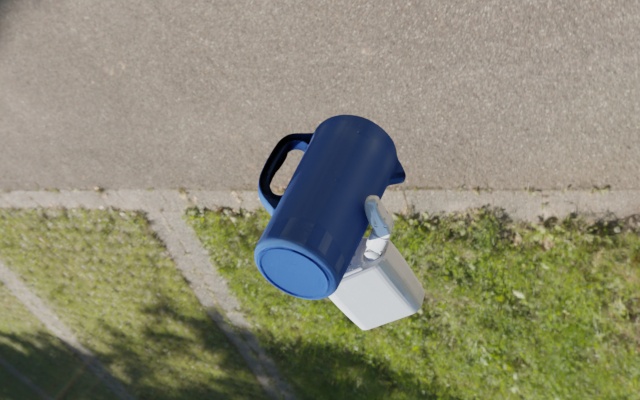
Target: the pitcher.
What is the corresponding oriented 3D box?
[{"bbox_3d":[0.000,0.002,0.633,0.149,0.145,0.242,-16,33,38],"label":"pitcher"}]
